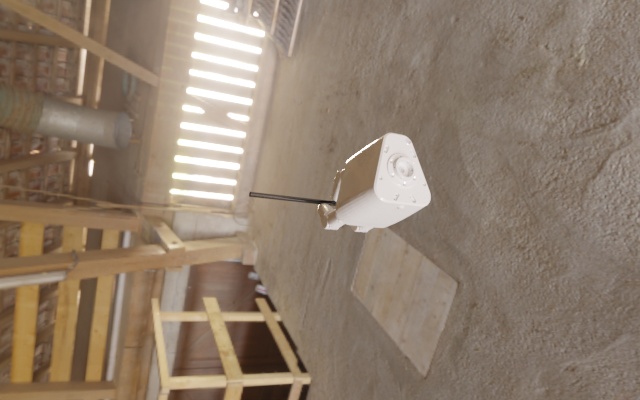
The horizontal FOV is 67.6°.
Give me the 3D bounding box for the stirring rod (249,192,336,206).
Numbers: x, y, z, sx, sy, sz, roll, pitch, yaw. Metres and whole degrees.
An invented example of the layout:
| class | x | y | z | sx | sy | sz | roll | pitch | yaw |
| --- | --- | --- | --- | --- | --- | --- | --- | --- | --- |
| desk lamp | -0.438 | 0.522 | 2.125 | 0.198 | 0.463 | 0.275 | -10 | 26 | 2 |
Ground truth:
| class | x | y | z | sx | sy | sz | roll | pitch | yaw |
| --- | --- | --- | --- | --- | --- | --- | --- | --- | --- |
| stirring rod | 0.000 | 0.003 | 0.783 | 0.239 | 0.011 | 0.011 | 6 | -3 | -25 |
